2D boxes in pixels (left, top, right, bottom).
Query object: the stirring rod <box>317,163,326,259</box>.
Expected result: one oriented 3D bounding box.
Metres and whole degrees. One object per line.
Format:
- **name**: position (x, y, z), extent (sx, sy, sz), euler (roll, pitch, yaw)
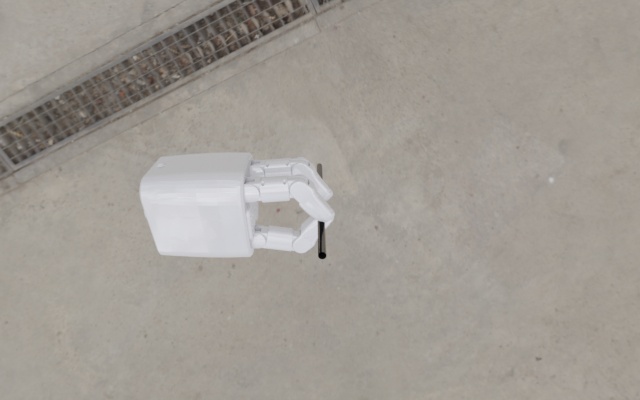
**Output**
- **stirring rod**: position (0.000, 0.002, 0.557), extent (0.011, 0.011, 0.239), euler (0, 25, -1)
